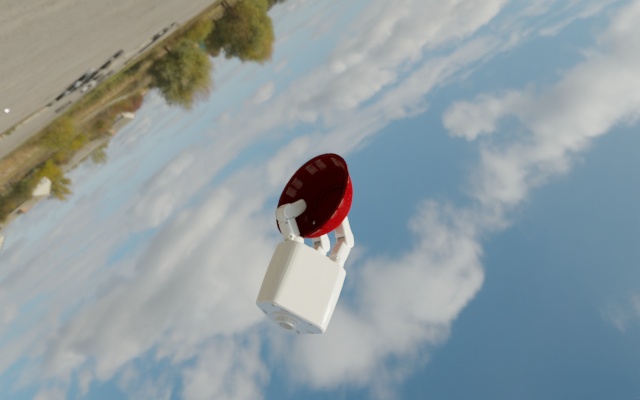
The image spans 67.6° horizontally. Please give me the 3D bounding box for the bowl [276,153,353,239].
[{"bbox_3d":[0.001,0.002,0.800,0.055,0.162,0.162,34,-22,-36],"label":"bowl"}]
